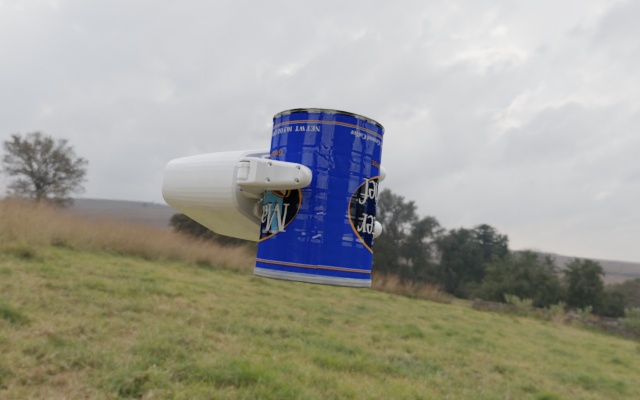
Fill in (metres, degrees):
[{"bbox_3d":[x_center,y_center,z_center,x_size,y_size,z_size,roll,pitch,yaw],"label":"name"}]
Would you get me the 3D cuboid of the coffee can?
[{"bbox_3d":[0.000,0.002,0.424,0.103,0.140,0.103,6,-7,1],"label":"coffee can"}]
